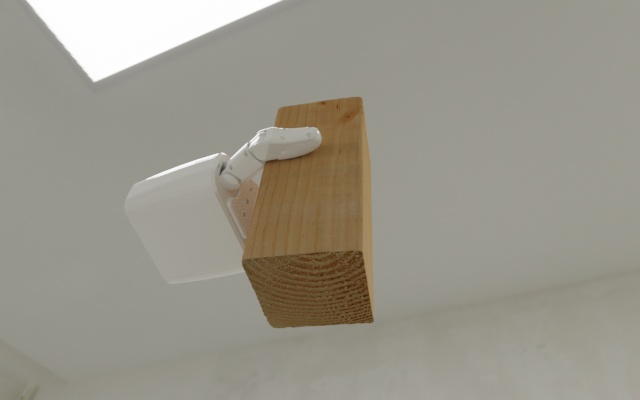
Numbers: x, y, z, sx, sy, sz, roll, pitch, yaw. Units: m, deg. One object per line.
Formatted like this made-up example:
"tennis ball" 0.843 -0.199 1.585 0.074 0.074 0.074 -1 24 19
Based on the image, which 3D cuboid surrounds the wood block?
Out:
"wood block" 0.000 0.001 0.437 0.090 0.091 0.206 -6 42 10
